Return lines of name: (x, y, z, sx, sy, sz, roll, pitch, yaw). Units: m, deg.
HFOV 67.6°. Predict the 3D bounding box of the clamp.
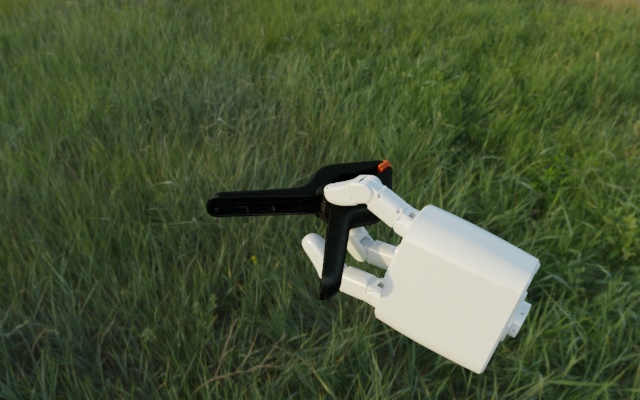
clamp: (0.001, 0.001, 0.497, 0.164, 0.036, 0.210, 28, 41, 23)
